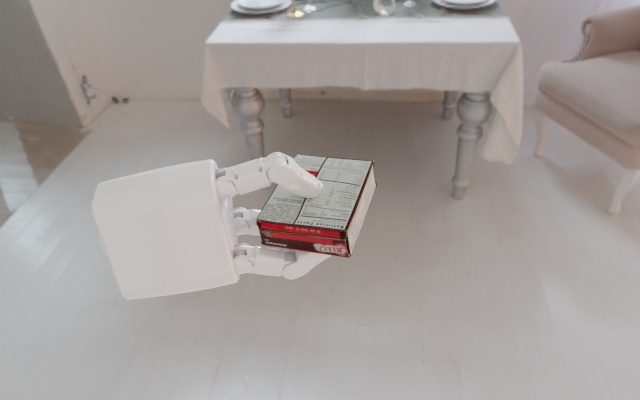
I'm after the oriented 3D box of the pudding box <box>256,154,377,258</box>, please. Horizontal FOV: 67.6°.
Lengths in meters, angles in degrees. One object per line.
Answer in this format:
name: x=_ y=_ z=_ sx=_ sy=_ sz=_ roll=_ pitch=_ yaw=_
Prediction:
pudding box: x=0.000 y=0.001 z=0.472 sx=0.090 sy=0.039 sz=0.113 roll=7 pitch=43 yaw=18
